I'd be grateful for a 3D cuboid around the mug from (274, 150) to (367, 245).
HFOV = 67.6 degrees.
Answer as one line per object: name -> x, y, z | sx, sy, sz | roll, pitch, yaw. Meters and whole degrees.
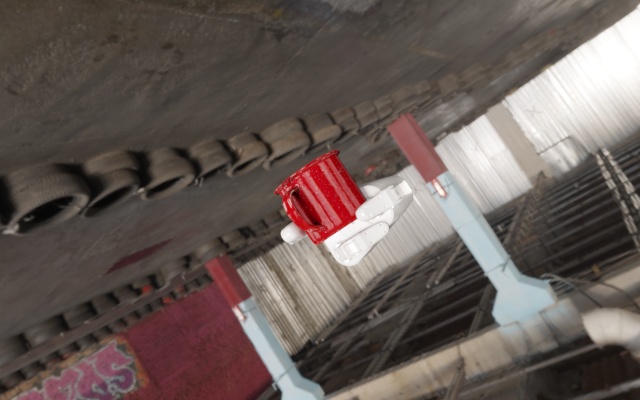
mug -> 0.000, 0.002, 0.558 | 0.093, 0.081, 0.117 | -36, -5, 31
